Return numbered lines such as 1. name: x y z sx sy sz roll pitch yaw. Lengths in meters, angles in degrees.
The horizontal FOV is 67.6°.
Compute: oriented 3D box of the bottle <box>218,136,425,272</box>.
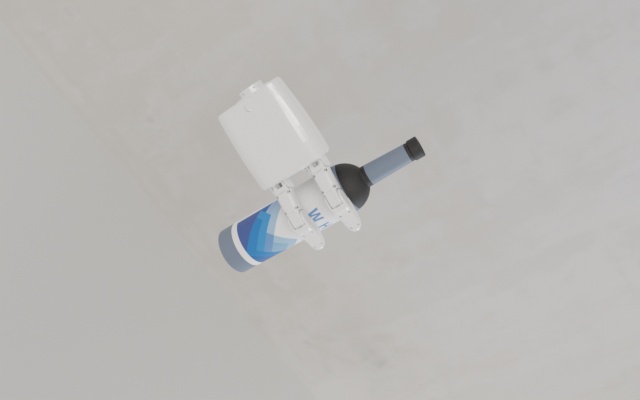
1. bottle: 0.000 0.002 0.628 0.296 0.069 0.069 -29 -10 17
